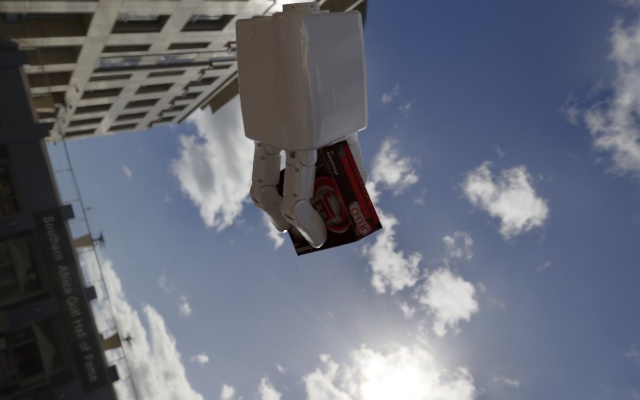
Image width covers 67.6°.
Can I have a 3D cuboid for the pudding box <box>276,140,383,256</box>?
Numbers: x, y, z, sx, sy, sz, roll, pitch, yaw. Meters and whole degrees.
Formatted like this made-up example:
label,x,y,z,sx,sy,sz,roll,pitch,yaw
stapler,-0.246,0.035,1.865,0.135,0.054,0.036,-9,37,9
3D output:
label,x,y,z,sx,sy,sz,roll,pitch,yaw
pudding box,0.000,0.001,0.470,0.039,0.090,0.113,-22,-1,-32
